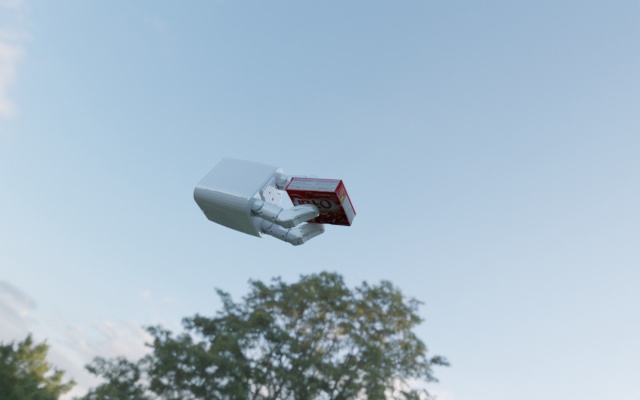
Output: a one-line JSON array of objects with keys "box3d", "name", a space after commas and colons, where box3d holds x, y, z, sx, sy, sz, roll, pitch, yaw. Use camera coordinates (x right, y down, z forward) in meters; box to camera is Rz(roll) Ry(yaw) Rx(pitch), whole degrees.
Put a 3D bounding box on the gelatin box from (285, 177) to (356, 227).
[{"box3d": [0.001, 0.002, 0.710, 0.089, 0.030, 0.073, 4, -42, 30], "name": "gelatin box"}]
